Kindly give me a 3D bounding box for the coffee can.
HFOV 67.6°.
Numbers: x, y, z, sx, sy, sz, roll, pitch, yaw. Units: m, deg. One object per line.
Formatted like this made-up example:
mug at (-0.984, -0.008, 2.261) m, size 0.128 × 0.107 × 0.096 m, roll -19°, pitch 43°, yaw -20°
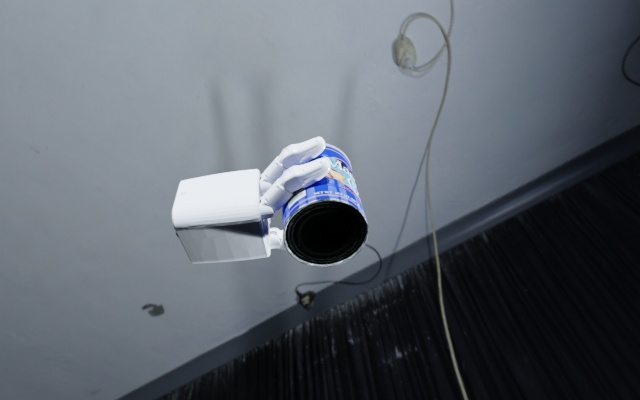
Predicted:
coffee can at (0.000, 0.002, 0.622) m, size 0.103 × 0.103 × 0.140 m, roll 0°, pitch 34°, yaw -7°
